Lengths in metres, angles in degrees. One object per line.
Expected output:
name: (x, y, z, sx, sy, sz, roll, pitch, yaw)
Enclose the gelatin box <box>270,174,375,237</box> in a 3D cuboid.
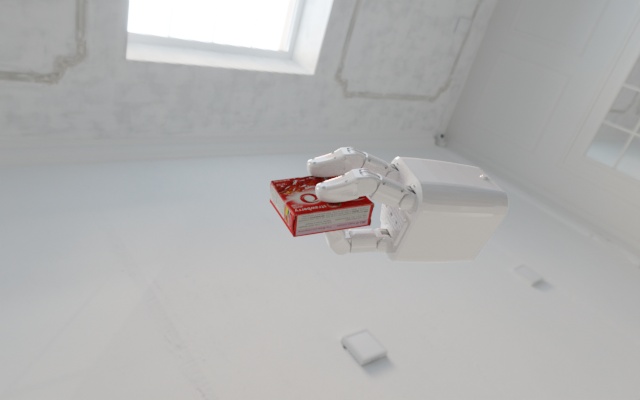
gelatin box: (0.000, 0.002, 0.498, 0.089, 0.030, 0.073, -8, 32, -23)
